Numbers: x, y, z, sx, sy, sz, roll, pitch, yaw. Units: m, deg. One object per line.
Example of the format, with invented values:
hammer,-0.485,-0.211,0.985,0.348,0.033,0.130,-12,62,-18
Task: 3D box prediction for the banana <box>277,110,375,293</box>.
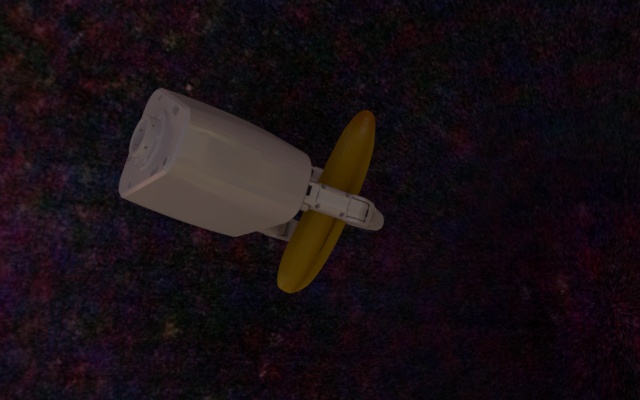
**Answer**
banana,0.002,0.011,0.434,0.037,0.198,0.069,23,14,-16
